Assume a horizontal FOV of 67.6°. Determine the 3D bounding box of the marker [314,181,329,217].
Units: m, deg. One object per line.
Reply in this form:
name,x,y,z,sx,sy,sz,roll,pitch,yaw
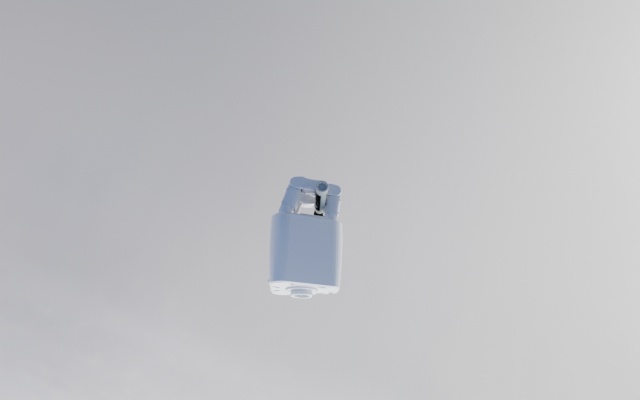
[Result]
marker,0.000,0.002,0.754,0.020,0.020,0.121,0,-23,-3
